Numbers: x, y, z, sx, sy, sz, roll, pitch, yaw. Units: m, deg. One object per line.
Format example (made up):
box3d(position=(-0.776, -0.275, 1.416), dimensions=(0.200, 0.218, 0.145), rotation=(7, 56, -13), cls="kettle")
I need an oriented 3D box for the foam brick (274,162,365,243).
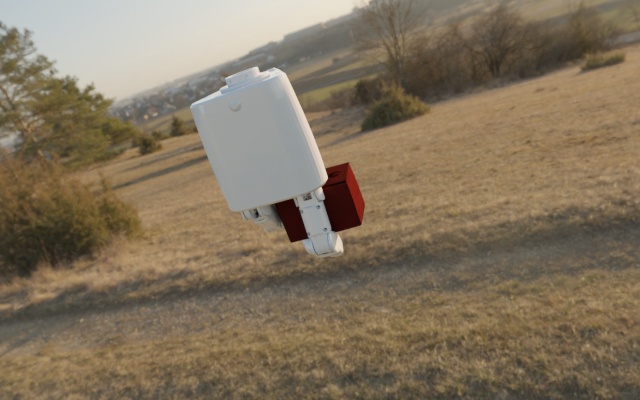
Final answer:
box3d(position=(0.000, 0.002, 0.484), dimensions=(0.078, 0.051, 0.053), rotation=(-15, 21, 13), cls="foam brick")
